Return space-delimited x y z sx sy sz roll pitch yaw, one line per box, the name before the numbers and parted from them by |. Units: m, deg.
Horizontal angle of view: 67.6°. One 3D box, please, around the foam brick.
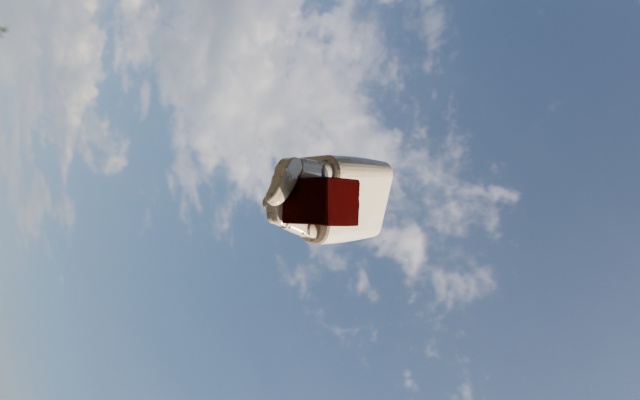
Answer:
foam brick | 0.000 0.002 0.539 0.051 0.053 0.078 4 -2 -41
